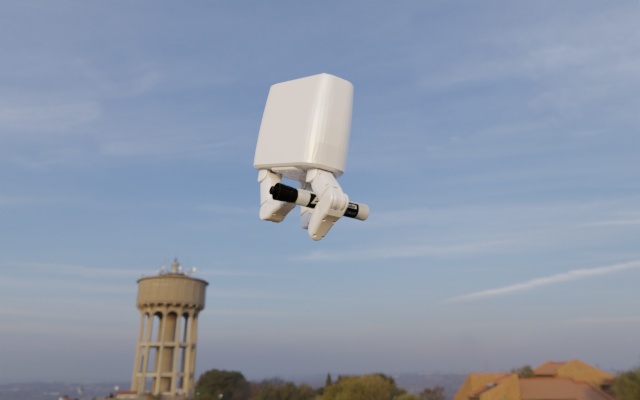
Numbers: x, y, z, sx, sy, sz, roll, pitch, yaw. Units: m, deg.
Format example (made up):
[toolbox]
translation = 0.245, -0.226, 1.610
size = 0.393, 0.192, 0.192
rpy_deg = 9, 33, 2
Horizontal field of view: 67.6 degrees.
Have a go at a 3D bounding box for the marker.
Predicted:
[marker]
translation = 0.000, 0.002, 0.515
size = 0.121, 0.020, 0.020
rpy_deg = 14, -7, -30
